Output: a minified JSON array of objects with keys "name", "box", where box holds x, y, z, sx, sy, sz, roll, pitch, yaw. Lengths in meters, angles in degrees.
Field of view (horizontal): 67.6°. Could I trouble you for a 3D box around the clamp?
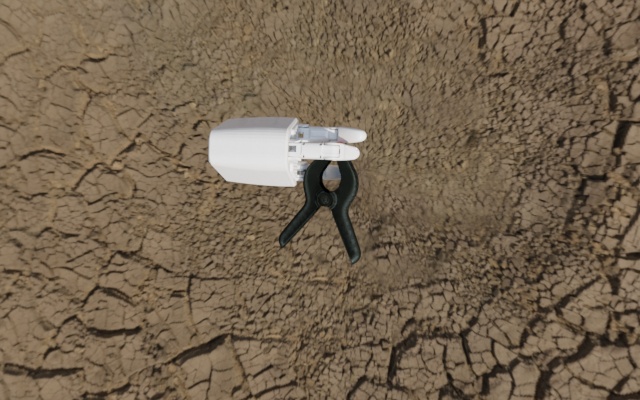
[{"name":"clamp","box":[0.000,0.002,0.678,0.120,0.171,0.039,2,4,6]}]
